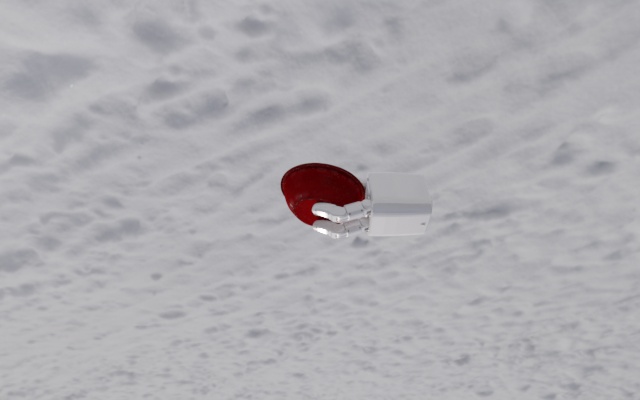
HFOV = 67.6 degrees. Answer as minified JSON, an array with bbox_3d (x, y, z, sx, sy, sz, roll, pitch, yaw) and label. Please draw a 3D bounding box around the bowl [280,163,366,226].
[{"bbox_3d":[-0.001,0.003,0.880,0.162,0.055,0.162,7,-36,5],"label":"bowl"}]
